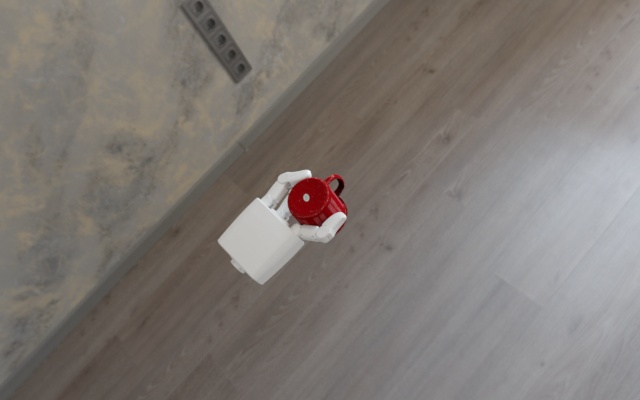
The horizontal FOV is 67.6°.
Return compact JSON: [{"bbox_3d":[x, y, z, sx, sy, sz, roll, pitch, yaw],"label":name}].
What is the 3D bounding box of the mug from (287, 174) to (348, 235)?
[{"bbox_3d":[0.001,0.002,0.849,0.093,0.117,0.081,38,-8,33],"label":"mug"}]
